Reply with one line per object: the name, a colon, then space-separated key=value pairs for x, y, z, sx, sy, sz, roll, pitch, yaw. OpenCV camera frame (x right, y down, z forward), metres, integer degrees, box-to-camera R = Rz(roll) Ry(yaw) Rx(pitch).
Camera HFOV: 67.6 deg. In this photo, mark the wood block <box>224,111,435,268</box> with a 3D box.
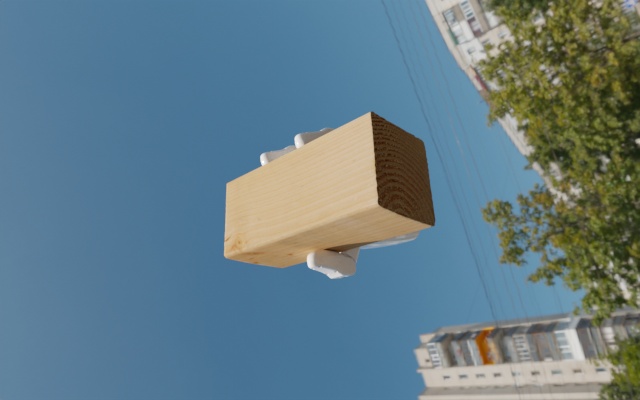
wood block: x=0.000 y=0.002 z=0.488 sx=0.206 sy=0.090 sz=0.090 roll=-21 pitch=-28 yaw=39
